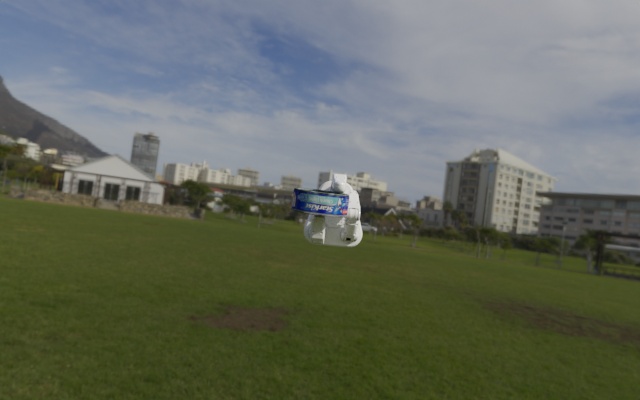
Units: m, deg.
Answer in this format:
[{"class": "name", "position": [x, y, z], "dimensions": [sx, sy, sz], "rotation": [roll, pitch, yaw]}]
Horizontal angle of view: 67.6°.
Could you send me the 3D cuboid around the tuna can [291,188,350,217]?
[{"class": "tuna can", "position": [0.000, 0.002, 0.717], "dimensions": [0.086, 0.034, 0.086], "rotation": [7, 4, -1]}]
